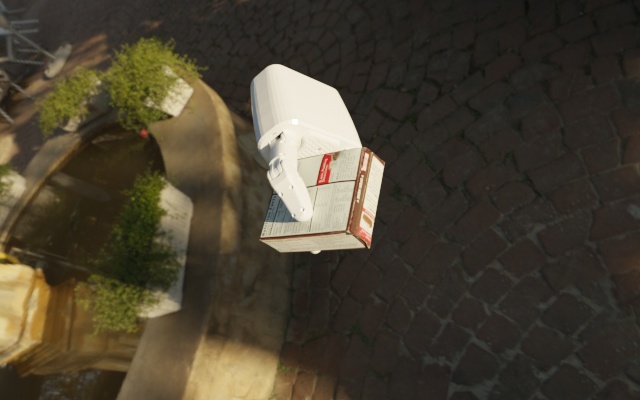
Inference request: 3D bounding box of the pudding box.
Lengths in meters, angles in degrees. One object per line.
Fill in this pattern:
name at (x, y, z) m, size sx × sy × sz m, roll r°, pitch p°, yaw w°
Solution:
pudding box at (0.000, 0.001, 0.461) m, size 0.113 × 0.090 × 0.039 m, roll -8°, pitch -30°, yaw 40°
